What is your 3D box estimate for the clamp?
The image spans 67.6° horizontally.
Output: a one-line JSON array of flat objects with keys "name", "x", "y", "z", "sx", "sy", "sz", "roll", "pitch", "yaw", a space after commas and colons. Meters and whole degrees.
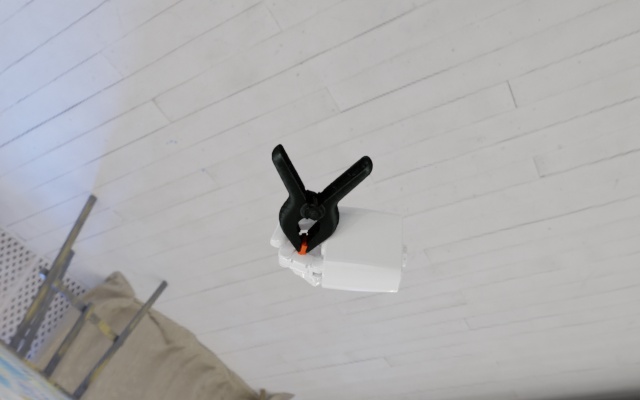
[{"name": "clamp", "x": 0.000, "y": 0.003, "z": 0.605, "sx": 0.120, "sy": 0.172, "sz": 0.039, "roll": 4, "pitch": 44, "yaw": 1}]
